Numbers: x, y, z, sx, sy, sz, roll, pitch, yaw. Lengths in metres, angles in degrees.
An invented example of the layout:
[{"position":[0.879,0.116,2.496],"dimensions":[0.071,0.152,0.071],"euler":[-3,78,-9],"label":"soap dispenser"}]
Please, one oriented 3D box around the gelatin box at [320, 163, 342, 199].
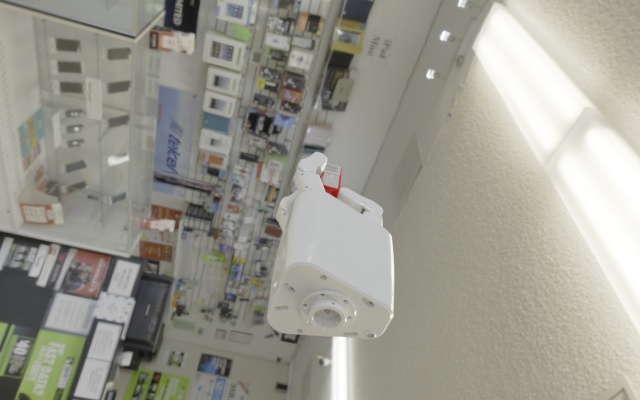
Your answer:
[{"position":[0.001,0.002,0.570],"dimensions":[0.030,0.073,0.089],"euler":[17,21,-2],"label":"gelatin box"}]
